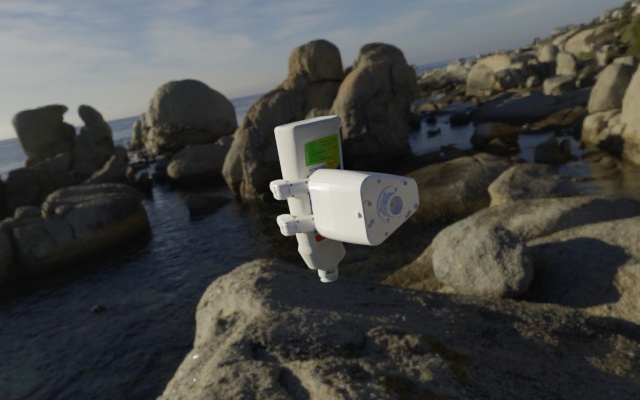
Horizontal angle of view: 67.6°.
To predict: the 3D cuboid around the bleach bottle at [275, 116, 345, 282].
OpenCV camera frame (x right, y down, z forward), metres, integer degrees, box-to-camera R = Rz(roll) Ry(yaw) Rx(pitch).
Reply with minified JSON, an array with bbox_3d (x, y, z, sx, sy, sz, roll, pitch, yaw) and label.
[{"bbox_3d":[0.000,0.002,0.738,0.102,0.251,0.068,-20,17,-35],"label":"bleach bottle"}]
